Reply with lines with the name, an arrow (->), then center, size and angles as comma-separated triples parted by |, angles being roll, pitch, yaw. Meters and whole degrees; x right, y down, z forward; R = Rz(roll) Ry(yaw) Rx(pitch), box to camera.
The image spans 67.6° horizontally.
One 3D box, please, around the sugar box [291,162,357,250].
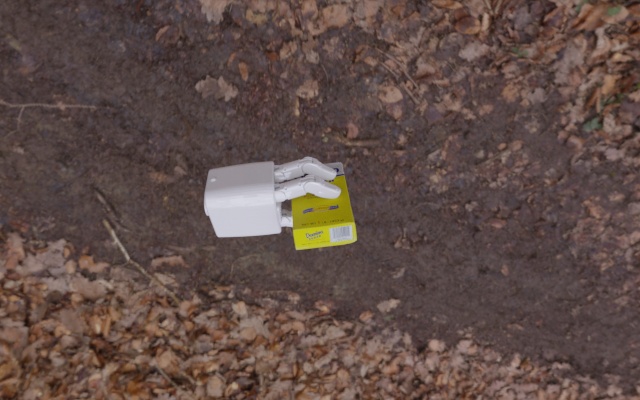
sugar box -> 0.000, 0.002, 0.767 | 0.093, 0.048, 0.176 | -7, 37, -1
